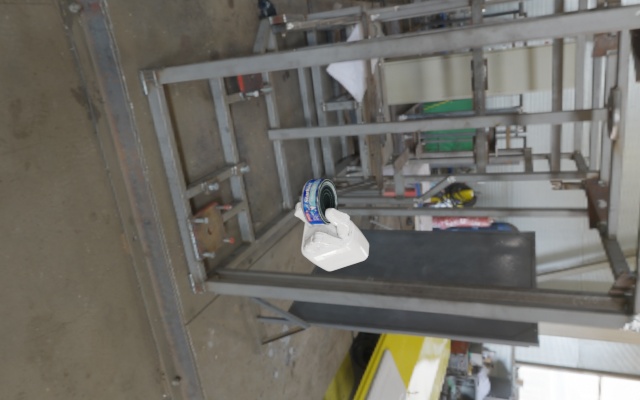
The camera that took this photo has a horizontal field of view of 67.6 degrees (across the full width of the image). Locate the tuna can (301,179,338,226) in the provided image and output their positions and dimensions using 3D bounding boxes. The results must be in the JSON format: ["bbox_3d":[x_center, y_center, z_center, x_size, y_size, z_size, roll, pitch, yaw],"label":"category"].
[{"bbox_3d":[0.001,0.003,0.876,0.034,0.086,0.086,-3,-1,28],"label":"tuna can"}]
